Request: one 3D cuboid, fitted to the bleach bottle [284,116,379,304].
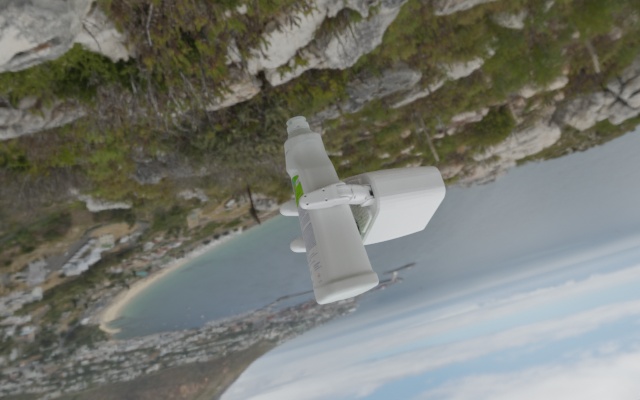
[{"bbox_3d":[0.000,0.002,0.625,0.068,0.250,0.103,-10,-17,-19],"label":"bleach bottle"}]
